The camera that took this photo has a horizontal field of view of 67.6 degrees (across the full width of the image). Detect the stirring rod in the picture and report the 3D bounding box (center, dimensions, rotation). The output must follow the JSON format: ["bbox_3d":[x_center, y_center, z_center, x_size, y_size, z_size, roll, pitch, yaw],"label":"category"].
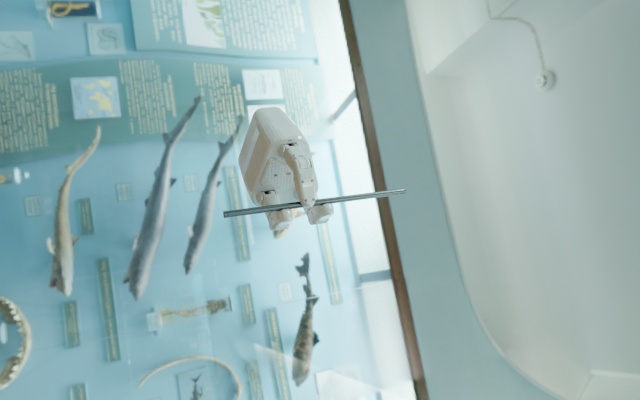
[{"bbox_3d":[0.000,0.002,0.595,0.239,0.011,0.011,-7,2,-20],"label":"stirring rod"}]
